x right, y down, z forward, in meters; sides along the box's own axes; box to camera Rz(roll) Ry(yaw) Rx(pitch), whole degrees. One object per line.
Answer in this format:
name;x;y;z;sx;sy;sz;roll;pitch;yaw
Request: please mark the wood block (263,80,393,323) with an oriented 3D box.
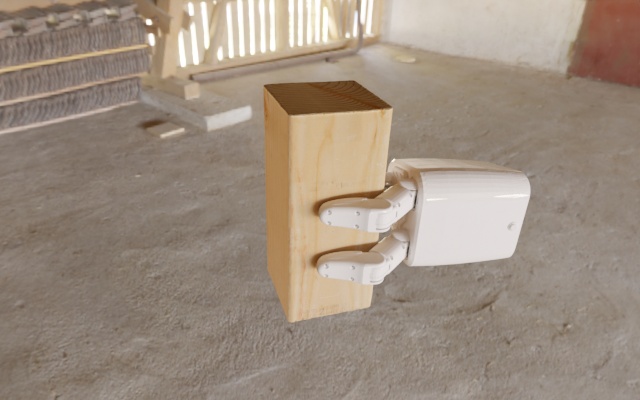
wood block;0.000;0.001;0.453;0.090;0.206;0.090;-7;30;-17
